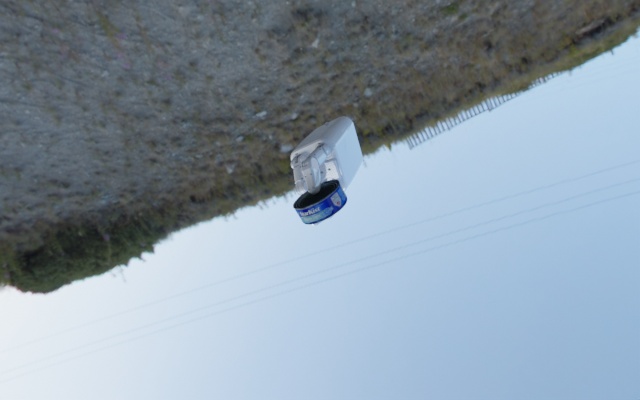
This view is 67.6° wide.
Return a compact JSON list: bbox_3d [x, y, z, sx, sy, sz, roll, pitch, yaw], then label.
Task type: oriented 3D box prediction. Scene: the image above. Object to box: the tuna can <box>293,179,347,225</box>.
[{"bbox_3d":[0.000,0.003,0.779,0.086,0.034,0.086,-27,18,9],"label":"tuna can"}]
